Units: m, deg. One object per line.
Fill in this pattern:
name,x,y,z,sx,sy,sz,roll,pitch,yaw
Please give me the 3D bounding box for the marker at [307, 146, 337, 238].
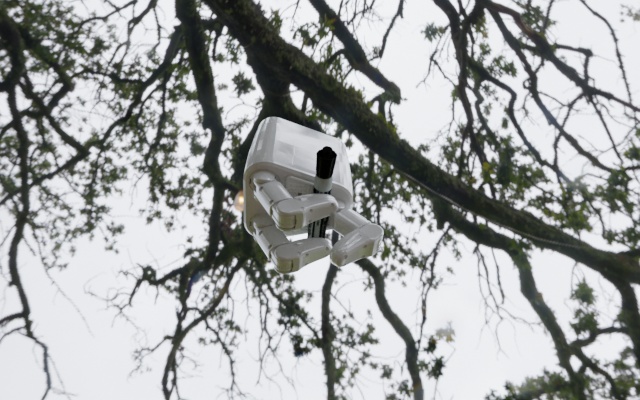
marker,0.000,0.002,0.461,0.020,0.121,0.020,5,37,-3
